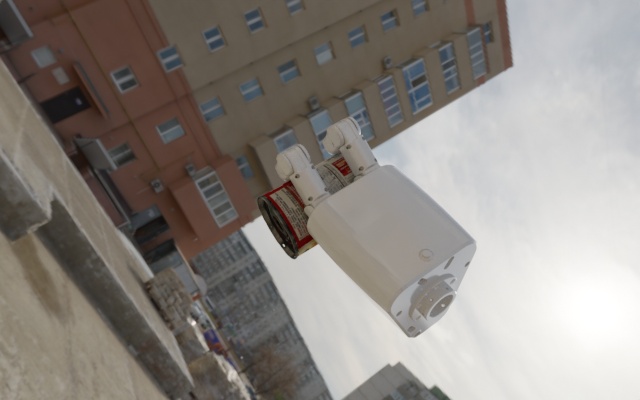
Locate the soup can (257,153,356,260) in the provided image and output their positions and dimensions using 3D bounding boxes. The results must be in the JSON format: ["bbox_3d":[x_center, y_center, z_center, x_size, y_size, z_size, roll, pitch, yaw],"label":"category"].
[{"bbox_3d":[0.000,0.001,0.461,0.102,0.068,0.068,-31,10,-17],"label":"soup can"}]
